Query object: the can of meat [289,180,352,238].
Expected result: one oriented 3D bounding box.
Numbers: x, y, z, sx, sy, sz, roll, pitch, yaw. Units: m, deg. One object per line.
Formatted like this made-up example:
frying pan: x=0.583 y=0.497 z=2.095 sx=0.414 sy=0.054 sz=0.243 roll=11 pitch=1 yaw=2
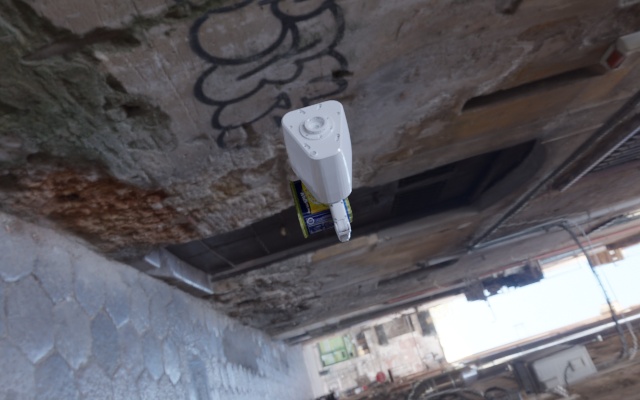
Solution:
can of meat: x=0.000 y=0.003 z=0.793 sx=0.084 sy=0.102 sz=0.057 roll=-16 pitch=-40 yaw=-2
